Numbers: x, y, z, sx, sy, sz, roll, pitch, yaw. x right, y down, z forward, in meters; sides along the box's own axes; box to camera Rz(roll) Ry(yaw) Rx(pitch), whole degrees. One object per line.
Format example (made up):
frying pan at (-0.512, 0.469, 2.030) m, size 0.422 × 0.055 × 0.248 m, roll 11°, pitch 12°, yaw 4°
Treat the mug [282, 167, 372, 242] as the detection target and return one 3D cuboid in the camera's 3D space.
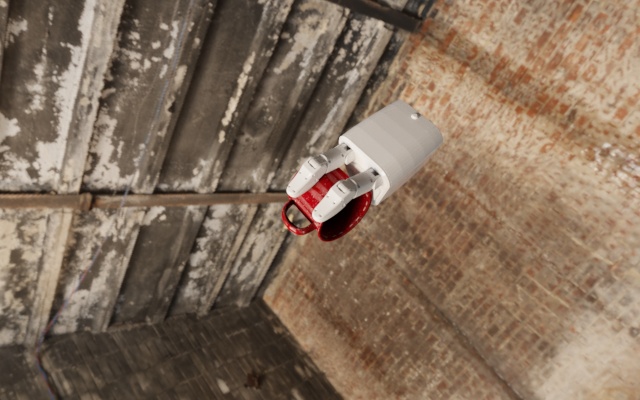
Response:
mug at (-0.001, 0.003, 0.649) m, size 0.117 × 0.081 × 0.093 m, roll -35°, pitch -30°, yaw -16°
